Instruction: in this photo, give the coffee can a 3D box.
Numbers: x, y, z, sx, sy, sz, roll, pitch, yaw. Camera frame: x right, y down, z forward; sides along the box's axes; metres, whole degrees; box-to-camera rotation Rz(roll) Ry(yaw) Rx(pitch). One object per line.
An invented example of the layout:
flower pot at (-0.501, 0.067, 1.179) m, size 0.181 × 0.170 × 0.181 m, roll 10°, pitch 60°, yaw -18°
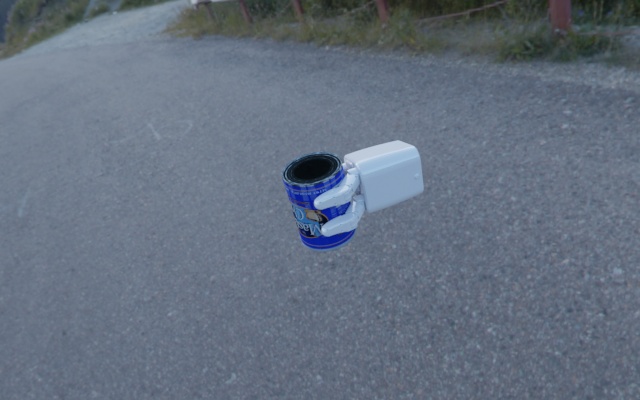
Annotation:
coffee can at (0.000, 0.003, 0.817) m, size 0.103 × 0.140 × 0.102 m, roll -10°, pitch 34°, yaw 7°
